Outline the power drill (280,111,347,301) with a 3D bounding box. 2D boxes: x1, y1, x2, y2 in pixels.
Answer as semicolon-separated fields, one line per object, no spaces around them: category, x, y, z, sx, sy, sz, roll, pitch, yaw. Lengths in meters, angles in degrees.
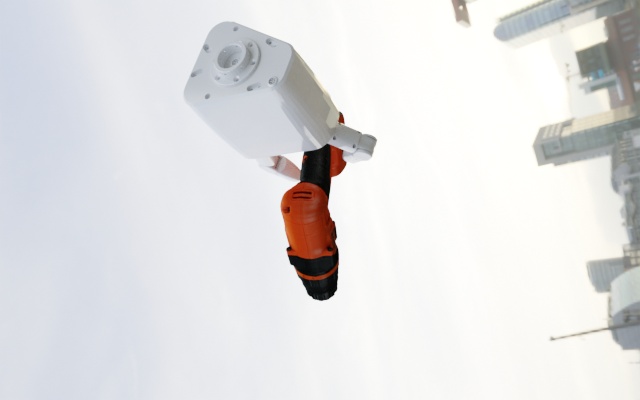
power drill;0.000;0.001;0.553;0.057;0.187;0.185;0;-39;6
